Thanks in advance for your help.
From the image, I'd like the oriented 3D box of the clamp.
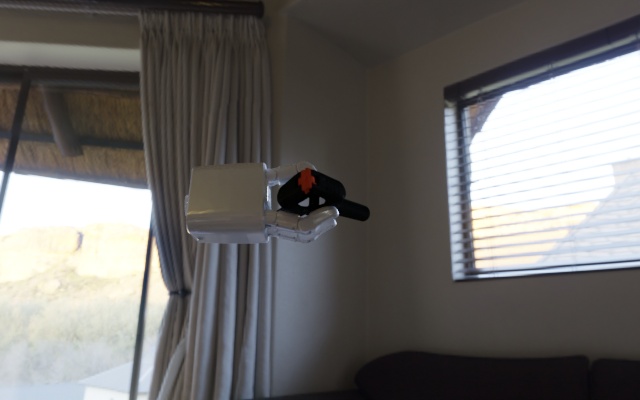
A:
[{"bbox_3d":[0.000,0.001,0.690,0.164,0.036,0.210,-4,-17,-4],"label":"clamp"}]
